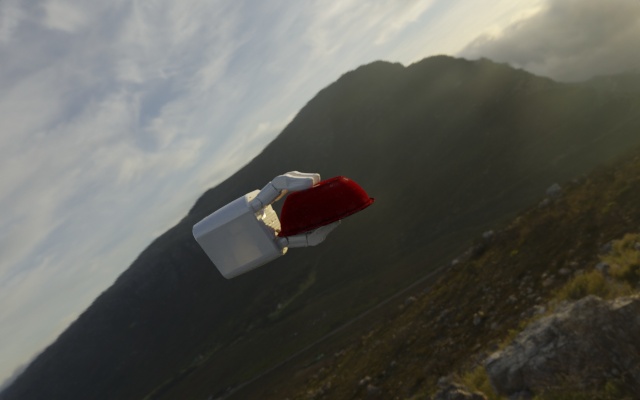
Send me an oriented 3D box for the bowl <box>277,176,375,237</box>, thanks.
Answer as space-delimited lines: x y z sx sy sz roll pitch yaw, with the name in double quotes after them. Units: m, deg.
0.001 0.002 0.741 0.162 0.055 0.162 -20 5 2 "bowl"
